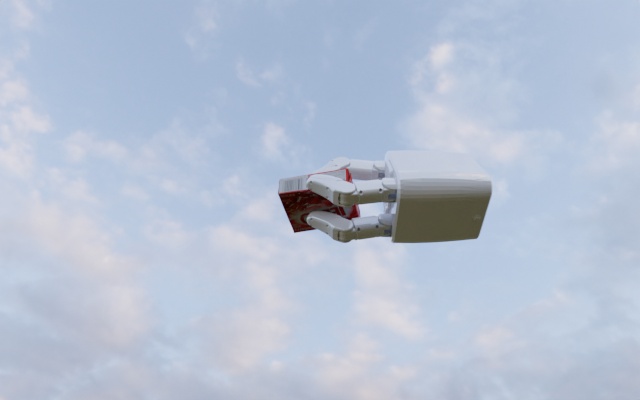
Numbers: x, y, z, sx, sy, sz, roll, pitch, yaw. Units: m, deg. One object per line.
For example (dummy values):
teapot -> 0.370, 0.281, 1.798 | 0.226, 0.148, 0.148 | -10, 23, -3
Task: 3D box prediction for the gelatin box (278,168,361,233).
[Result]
gelatin box -> 0.000, 0.002, 0.590 | 0.089, 0.030, 0.073 | -9, -45, 10
